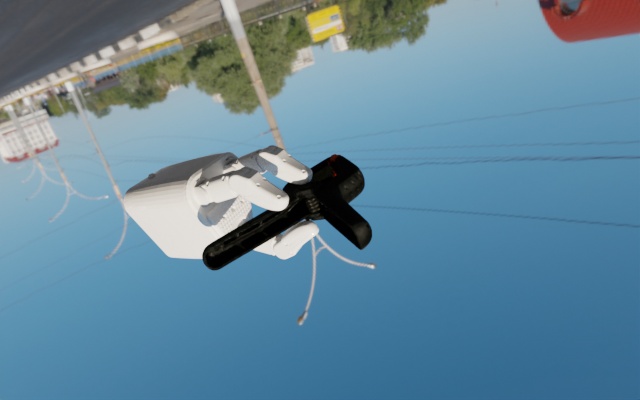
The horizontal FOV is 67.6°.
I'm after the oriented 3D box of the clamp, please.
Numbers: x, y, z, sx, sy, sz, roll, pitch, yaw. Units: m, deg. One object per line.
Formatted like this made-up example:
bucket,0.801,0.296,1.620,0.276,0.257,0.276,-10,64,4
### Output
clamp,0.000,0.002,0.483,0.164,0.036,0.210,-7,24,30
